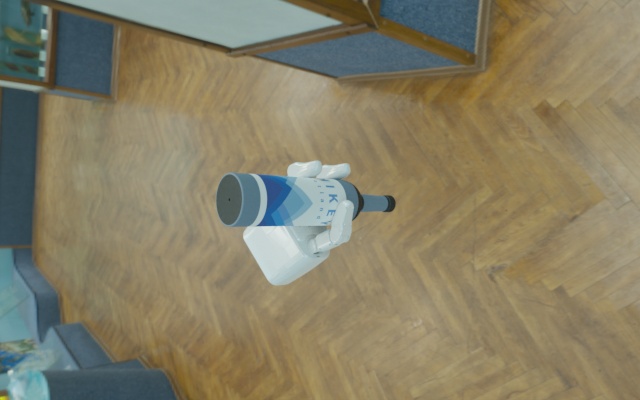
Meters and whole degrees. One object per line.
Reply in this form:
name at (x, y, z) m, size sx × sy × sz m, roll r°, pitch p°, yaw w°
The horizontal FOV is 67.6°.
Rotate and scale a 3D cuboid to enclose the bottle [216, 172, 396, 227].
bottle at (0.000, 0.002, 0.675) m, size 0.296 × 0.069 × 0.069 m, roll 2°, pitch -1°, yaw -41°
